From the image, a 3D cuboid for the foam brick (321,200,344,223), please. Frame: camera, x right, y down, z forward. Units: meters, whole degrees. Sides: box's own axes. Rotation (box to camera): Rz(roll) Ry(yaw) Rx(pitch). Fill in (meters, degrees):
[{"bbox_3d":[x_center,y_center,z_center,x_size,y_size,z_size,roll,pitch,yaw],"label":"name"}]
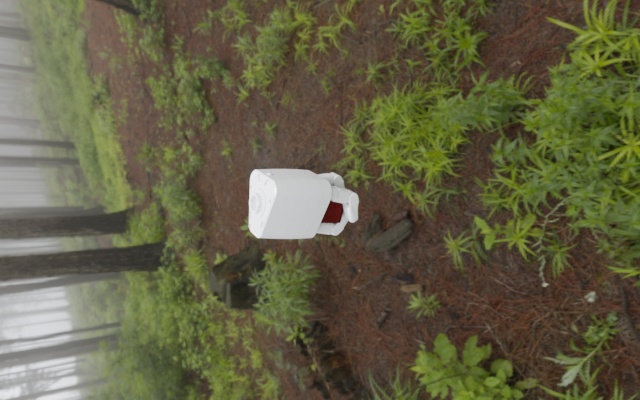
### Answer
[{"bbox_3d":[0.000,0.003,0.856,0.051,0.053,0.078,2,18,-35],"label":"foam brick"}]
